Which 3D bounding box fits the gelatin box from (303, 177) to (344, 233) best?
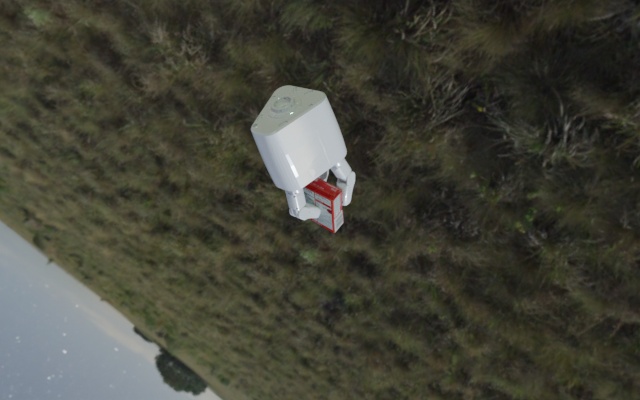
[{"bbox_3d":[0.000,0.003,0.775,0.073,0.030,0.089,28,-32,25],"label":"gelatin box"}]
